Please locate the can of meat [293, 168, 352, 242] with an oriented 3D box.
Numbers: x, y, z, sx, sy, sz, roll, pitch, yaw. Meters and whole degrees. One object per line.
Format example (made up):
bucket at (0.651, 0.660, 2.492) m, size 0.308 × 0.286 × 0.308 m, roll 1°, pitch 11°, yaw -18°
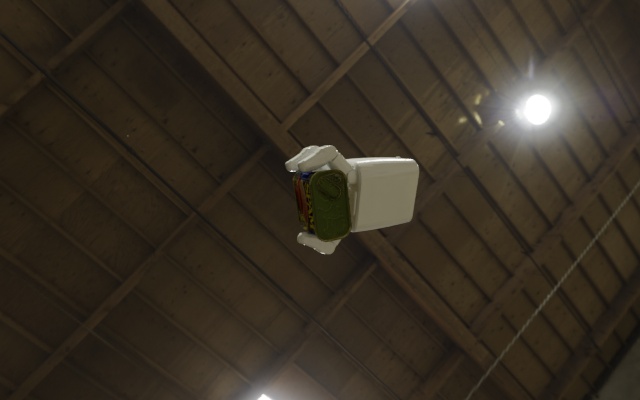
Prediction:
can of meat at (0.000, 0.002, 0.709) m, size 0.057 × 0.102 × 0.084 m, roll -11°, pitch 11°, yaw -20°
